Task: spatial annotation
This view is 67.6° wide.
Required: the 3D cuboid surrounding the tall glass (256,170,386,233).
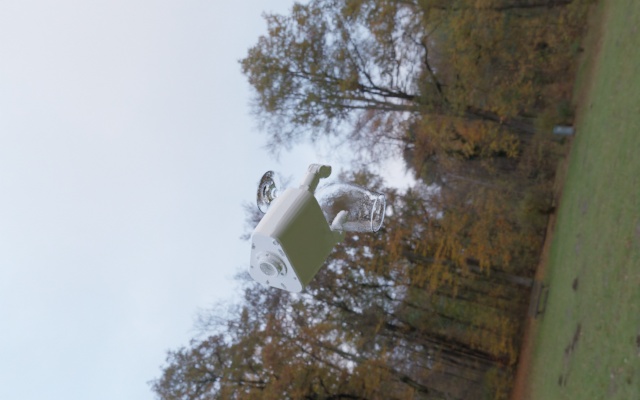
[{"bbox_3d":[0.000,0.002,0.769,0.201,0.079,0.079,10,4,24],"label":"tall glass"}]
